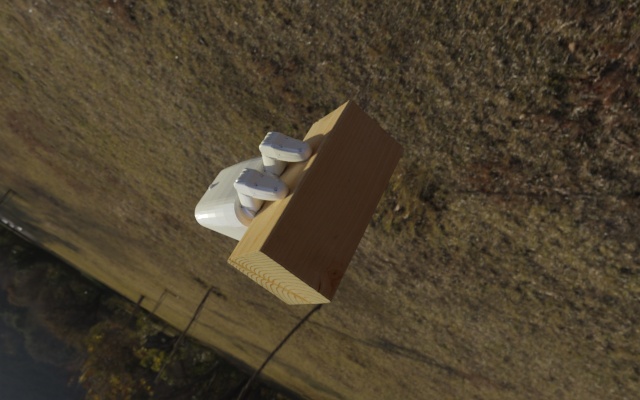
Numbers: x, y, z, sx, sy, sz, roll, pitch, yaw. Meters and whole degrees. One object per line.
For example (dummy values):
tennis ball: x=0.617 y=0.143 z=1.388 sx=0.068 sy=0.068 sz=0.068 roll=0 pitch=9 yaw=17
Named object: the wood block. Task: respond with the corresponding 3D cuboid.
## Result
wood block: x=0.000 y=0.002 z=0.529 sx=0.091 sy=0.206 sz=0.090 roll=39 pitch=-29 yaw=-18
